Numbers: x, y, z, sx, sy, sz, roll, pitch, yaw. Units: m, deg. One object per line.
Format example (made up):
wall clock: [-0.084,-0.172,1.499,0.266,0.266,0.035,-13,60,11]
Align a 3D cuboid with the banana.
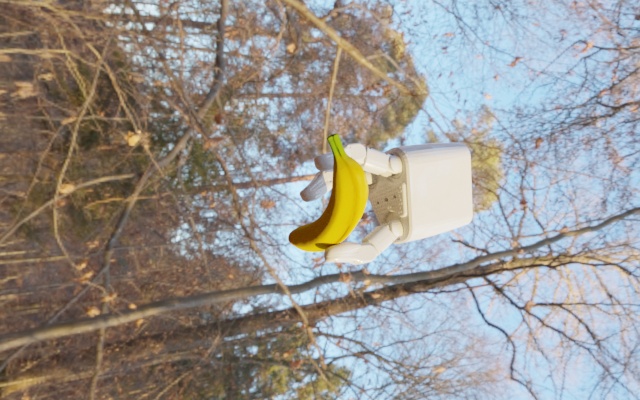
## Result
banana: [0.010,0.014,0.527,0.037,0.069,0.198,-16,-29,-30]
